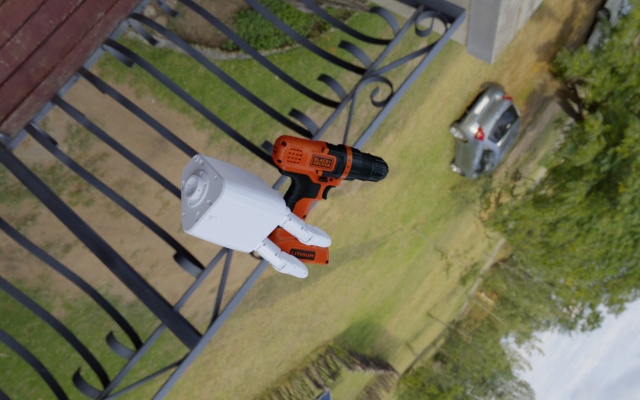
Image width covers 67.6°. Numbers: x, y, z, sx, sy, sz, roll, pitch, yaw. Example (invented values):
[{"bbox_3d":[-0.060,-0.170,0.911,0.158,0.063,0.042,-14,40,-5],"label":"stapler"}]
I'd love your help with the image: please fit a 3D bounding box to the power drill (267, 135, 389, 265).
[{"bbox_3d":[0.000,0.003,0.726,0.184,0.188,0.057,10,16,-21],"label":"power drill"}]
